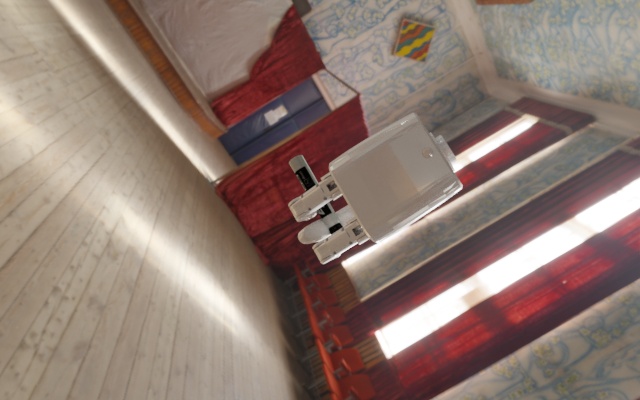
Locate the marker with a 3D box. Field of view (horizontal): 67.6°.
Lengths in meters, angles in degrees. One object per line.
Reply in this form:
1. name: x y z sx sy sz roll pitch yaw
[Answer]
1. marker: 0.000 0.002 0.559 0.020 0.121 0.020 -29 -10 -5
